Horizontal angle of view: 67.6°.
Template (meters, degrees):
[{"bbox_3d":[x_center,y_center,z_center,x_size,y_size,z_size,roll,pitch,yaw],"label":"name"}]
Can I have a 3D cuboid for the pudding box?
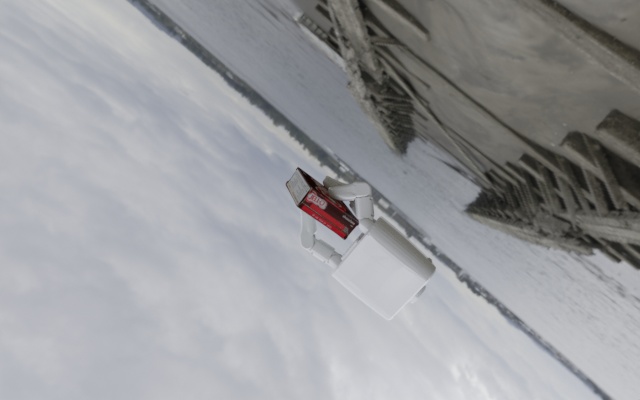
[{"bbox_3d":[0.000,0.002,0.697,0.090,0.039,0.113,37,5,-22],"label":"pudding box"}]
